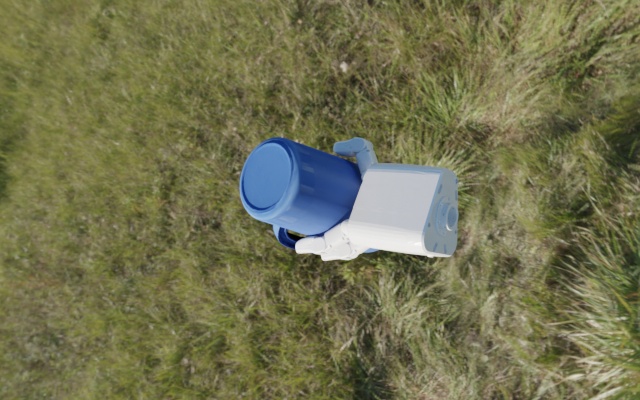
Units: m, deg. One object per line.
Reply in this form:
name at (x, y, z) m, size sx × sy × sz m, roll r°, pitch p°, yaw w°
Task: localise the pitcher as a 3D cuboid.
pitcher at (0.000, 0.002, 0.683) m, size 0.145 × 0.149 × 0.243 m, roll 5°, pitch -8°, yaw 40°
